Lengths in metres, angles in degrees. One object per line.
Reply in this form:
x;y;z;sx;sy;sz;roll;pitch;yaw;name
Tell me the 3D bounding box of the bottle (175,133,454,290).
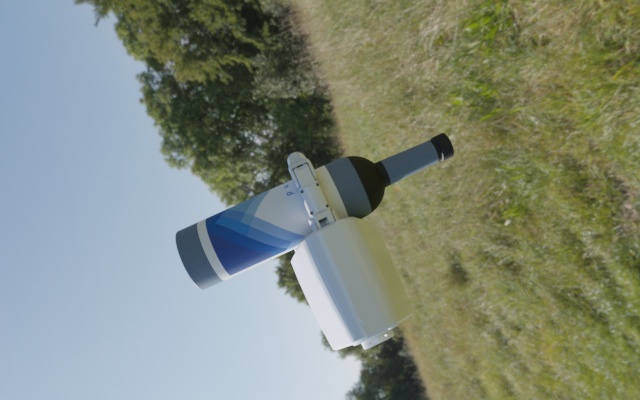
0.000;0.002;0.498;0.296;0.069;0.069;-24;1;-2;bottle
